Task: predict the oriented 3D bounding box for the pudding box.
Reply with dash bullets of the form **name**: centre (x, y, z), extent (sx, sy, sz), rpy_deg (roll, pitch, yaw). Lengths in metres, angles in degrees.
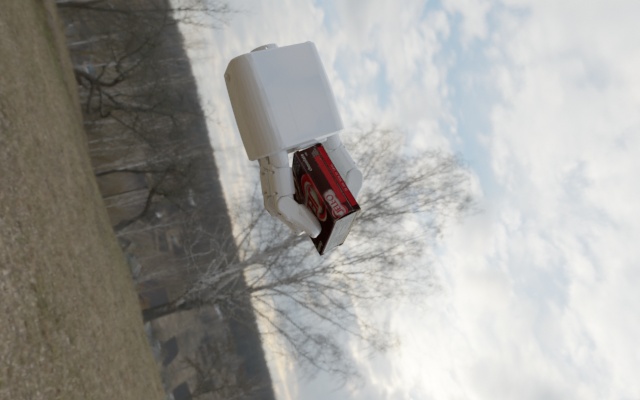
- **pudding box**: centre (0.000, 0.002, 0.545), extent (0.039, 0.090, 0.113), rpy_deg (-24, -20, -16)
